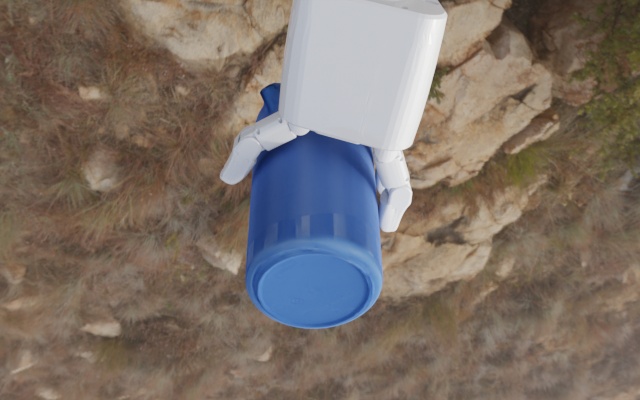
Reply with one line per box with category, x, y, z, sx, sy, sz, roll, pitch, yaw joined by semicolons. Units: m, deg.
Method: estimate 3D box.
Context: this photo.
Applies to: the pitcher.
pitcher;0.000;0.001;0.464;0.149;0.145;0.242;8;39;-8
